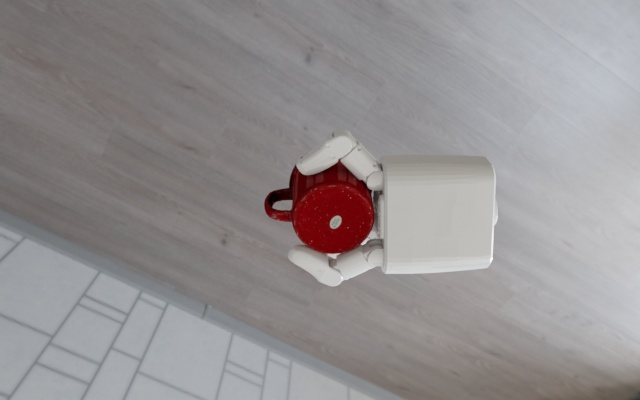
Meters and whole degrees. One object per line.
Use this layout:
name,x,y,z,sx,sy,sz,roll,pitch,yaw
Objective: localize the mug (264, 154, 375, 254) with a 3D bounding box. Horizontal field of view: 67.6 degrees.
mug,-0.001,0.002,0.493,0.117,0.093,0.081,-1,27,0
